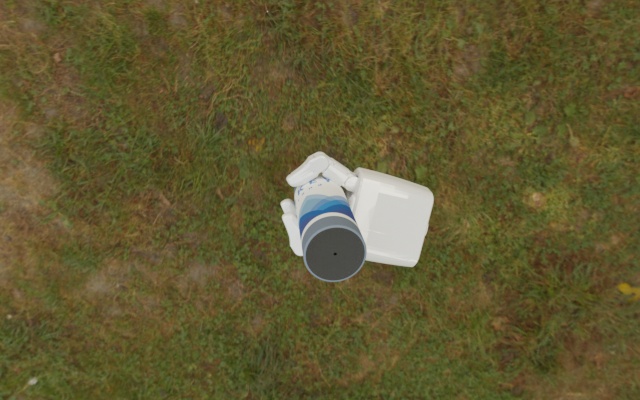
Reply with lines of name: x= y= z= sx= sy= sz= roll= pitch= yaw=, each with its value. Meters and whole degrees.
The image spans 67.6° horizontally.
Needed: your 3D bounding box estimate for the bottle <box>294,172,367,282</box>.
bottle: x=0.000 y=0.002 z=0.629 sx=0.069 sy=0.069 sz=0.295 roll=0 pitch=21 yaw=-6
